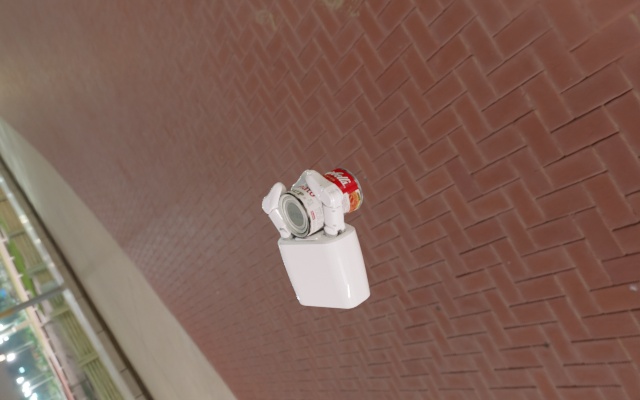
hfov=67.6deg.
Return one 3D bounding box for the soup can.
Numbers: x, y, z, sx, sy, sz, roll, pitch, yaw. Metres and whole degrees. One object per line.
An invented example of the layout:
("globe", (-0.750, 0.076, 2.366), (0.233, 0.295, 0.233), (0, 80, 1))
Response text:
("soup can", (0.000, 0.002, 0.677), (0.102, 0.068, 0.068), (-27, 16, -34))
